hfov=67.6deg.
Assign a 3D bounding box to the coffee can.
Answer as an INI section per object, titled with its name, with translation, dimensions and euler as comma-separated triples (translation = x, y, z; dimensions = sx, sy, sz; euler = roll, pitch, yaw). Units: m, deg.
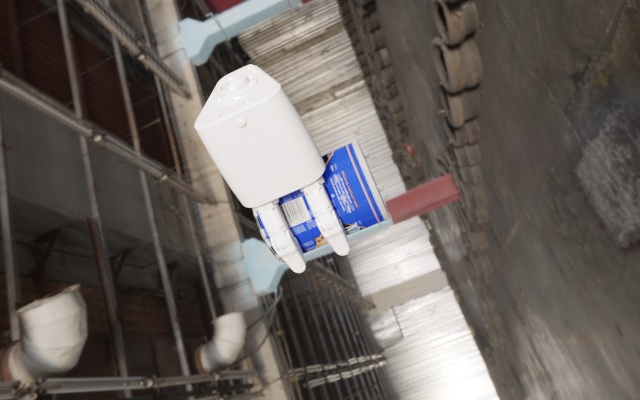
[coffee can]
translation = 0.000, 0.002, 0.578
dimensions = 0.140, 0.103, 0.103
euler = -23, -3, 7
